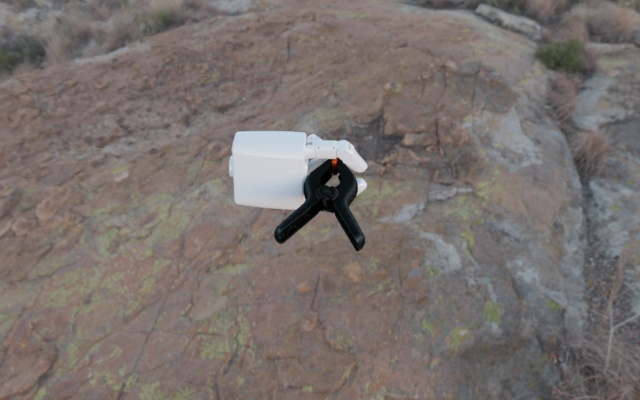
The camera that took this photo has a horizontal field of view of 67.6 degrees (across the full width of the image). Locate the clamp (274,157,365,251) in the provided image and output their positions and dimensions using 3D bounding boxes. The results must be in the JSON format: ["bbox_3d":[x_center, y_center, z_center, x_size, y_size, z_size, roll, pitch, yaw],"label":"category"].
[{"bbox_3d":[0.000,0.002,0.673,0.120,0.039,0.171,3,44,0],"label":"clamp"}]
